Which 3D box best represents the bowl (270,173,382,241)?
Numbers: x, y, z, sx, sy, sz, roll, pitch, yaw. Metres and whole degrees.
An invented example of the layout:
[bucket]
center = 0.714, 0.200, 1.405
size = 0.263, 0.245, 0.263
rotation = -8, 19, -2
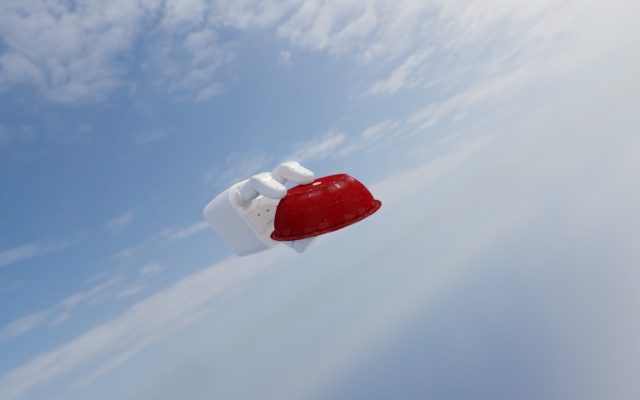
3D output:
[bowl]
center = 0.001, 0.002, 0.660
size = 0.162, 0.055, 0.162
rotation = -16, 10, 3
